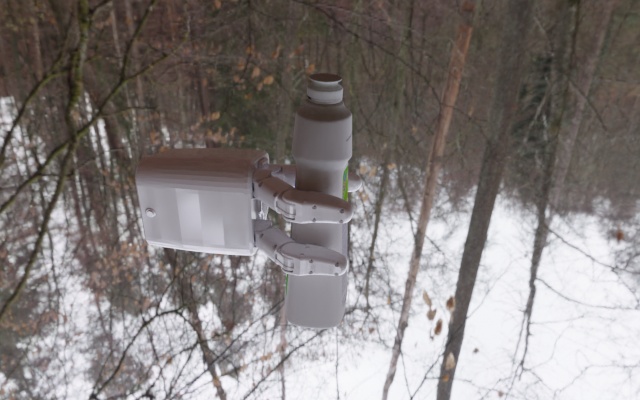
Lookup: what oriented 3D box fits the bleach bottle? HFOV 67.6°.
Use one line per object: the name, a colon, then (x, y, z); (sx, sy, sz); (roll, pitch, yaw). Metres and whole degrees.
bleach bottle: (0.000, 0.002, 0.471); (0.068, 0.251, 0.102); (4, 29, 2)
